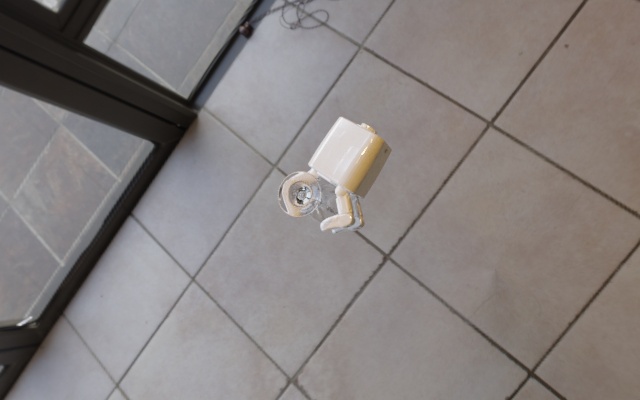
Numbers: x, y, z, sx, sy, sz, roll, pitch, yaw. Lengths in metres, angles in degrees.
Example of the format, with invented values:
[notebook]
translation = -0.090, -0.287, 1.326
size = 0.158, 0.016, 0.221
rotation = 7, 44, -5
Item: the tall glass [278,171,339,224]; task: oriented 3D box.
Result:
[tall glass]
translation = 0.000, 0.003, 0.846
size = 0.079, 0.079, 0.201
rotation = 0, -8, 20
